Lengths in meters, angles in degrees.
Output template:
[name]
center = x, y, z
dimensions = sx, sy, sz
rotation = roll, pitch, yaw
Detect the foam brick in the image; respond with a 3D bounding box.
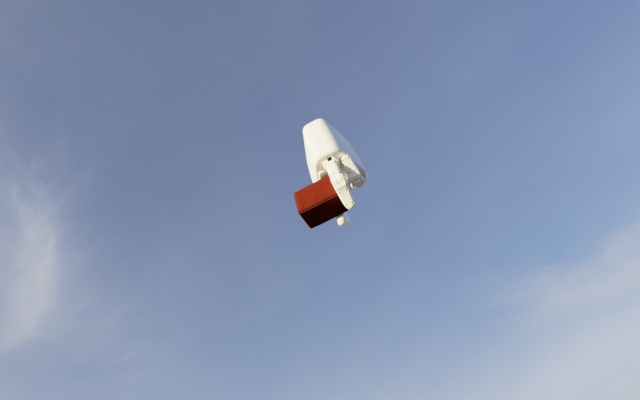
[foam brick]
center = 0.000, 0.003, 0.837
dimensions = 0.078, 0.051, 0.053
rotation = -26, -42, 5
